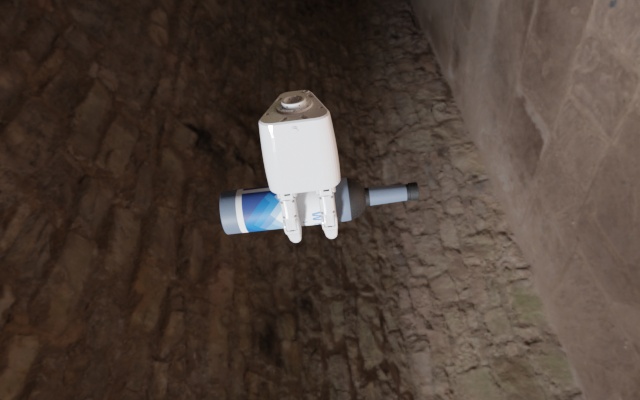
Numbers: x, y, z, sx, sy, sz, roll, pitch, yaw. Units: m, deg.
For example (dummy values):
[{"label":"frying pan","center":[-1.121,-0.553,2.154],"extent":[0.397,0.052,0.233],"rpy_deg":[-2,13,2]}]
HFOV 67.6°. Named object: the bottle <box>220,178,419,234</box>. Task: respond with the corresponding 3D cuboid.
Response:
[{"label":"bottle","center":[0.000,0.002,0.726],"extent":[0.296,0.069,0.069],"rpy_deg":[-7,0,3]}]
